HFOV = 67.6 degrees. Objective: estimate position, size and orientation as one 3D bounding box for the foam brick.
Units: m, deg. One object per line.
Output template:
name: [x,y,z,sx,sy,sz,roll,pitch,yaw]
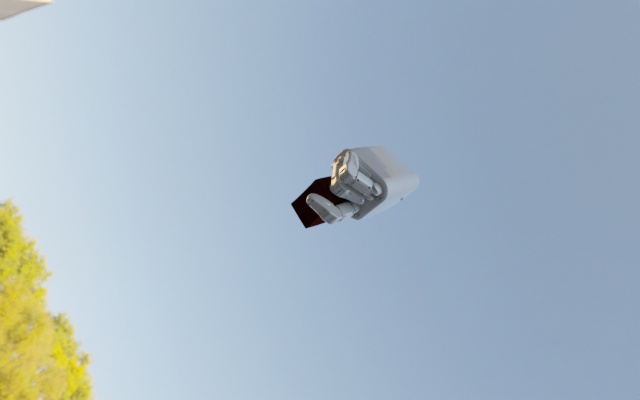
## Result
foam brick: [0.000,0.003,0.791,0.051,0.053,0.078,-15,-20,-46]
